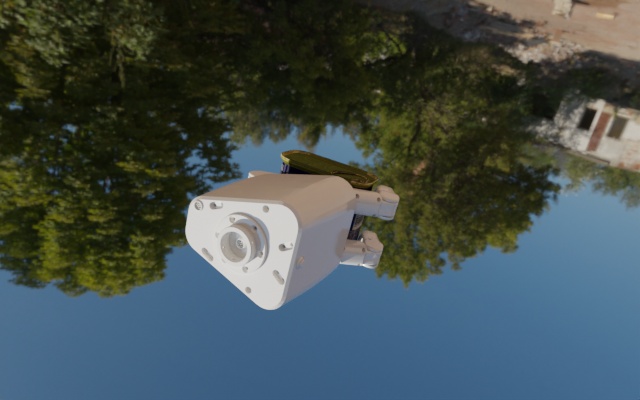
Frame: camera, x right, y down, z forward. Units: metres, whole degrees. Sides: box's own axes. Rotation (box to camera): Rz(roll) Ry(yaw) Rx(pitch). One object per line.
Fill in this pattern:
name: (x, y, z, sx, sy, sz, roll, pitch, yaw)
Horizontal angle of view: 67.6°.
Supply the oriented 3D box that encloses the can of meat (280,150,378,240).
can of meat: (0.000, 0.002, 0.510, 0.102, 0.084, 0.057, 20, 19, 16)
